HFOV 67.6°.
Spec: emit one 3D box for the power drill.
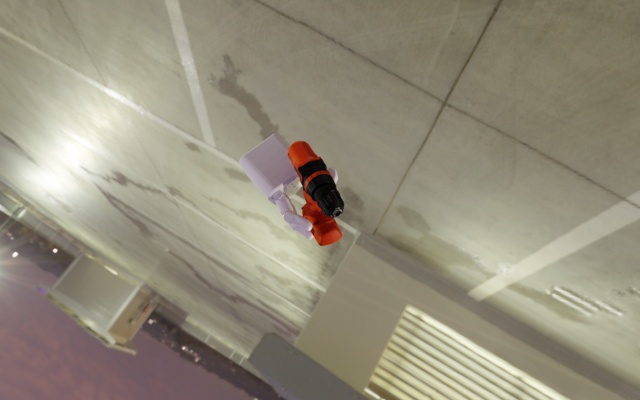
[{"bbox_3d":[0.000,0.003,0.900,0.057,0.184,0.188,-20,-39,-10],"label":"power drill"}]
